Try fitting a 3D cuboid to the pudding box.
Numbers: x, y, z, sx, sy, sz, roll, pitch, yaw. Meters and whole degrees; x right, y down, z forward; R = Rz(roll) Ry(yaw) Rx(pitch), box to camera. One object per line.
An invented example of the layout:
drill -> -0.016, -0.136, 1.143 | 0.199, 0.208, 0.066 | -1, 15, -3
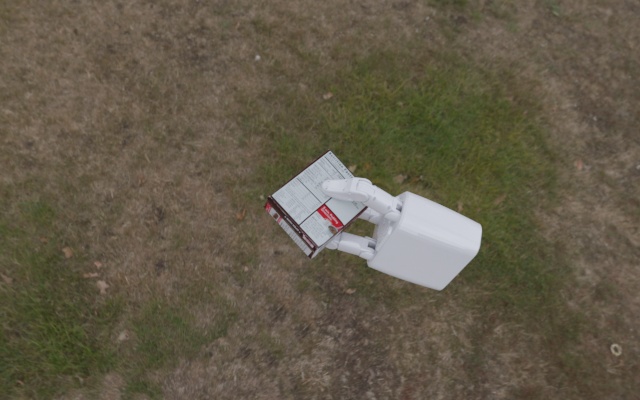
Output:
pudding box -> 0.000, 0.002, 0.596 | 0.113, 0.090, 0.039 | -39, -8, -30
